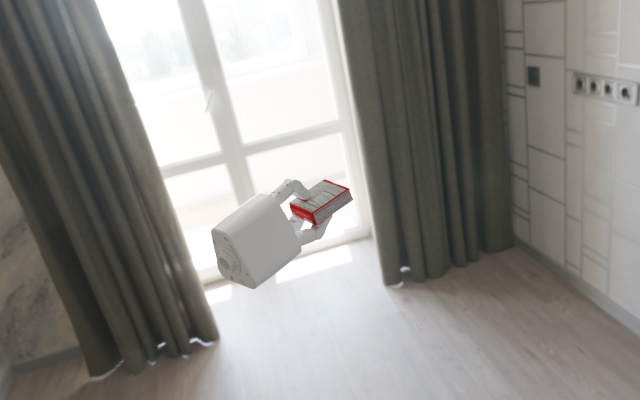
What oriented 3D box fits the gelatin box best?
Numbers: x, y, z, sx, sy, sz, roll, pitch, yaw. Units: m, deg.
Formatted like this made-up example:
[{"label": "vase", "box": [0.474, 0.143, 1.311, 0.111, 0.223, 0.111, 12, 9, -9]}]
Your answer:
[{"label": "gelatin box", "box": [0.000, 0.002, 0.831, 0.089, 0.030, 0.073, -35, 32, -24]}]
